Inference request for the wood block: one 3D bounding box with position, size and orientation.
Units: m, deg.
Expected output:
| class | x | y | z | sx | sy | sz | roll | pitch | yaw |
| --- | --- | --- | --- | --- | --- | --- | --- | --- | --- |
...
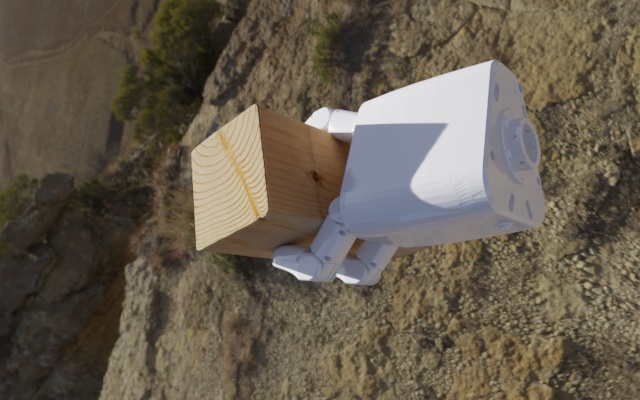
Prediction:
| class | x | y | z | sx | sy | sz | roll | pitch | yaw |
| --- | --- | --- | --- | --- | --- | --- | --- | --- | --- |
| wood block | 0.000 | 0.001 | 0.428 | 0.090 | 0.090 | 0.206 | -26 | -28 | 37 |
